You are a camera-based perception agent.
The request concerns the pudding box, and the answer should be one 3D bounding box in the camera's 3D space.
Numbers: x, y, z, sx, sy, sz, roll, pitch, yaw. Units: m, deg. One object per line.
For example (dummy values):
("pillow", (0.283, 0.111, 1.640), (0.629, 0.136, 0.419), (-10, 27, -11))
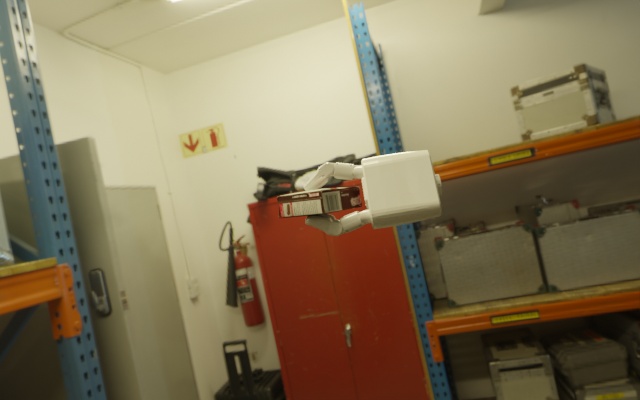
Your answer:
("pudding box", (0.000, 0.002, 0.763), (0.090, 0.039, 0.113), (-8, -1, 35))
